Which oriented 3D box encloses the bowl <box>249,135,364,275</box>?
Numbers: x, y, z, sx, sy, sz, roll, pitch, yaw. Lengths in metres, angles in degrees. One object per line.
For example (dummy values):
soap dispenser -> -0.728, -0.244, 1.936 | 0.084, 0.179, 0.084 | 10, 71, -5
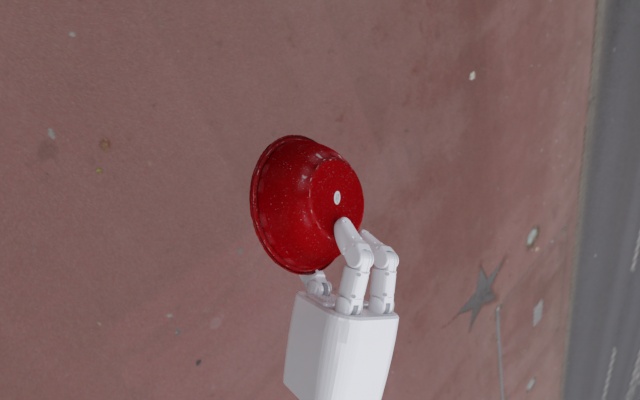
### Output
bowl -> 0.000, 0.000, 0.531 | 0.055, 0.162, 0.162 | -8, -6, 42
